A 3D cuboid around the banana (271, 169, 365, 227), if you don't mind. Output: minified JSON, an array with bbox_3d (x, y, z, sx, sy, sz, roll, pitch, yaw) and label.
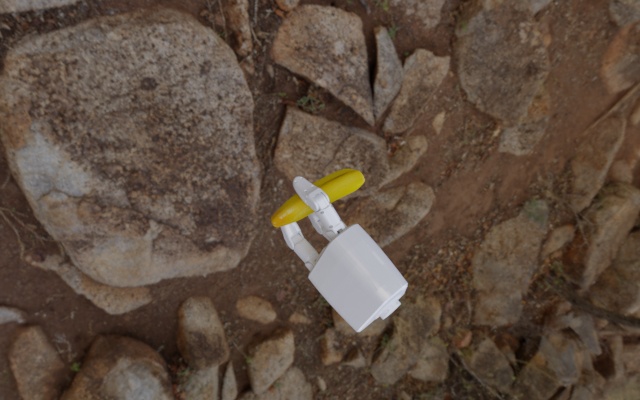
[{"bbox_3d":[0.011,-0.010,0.704,0.197,0.037,0.070,-25,-22,-47],"label":"banana"}]
